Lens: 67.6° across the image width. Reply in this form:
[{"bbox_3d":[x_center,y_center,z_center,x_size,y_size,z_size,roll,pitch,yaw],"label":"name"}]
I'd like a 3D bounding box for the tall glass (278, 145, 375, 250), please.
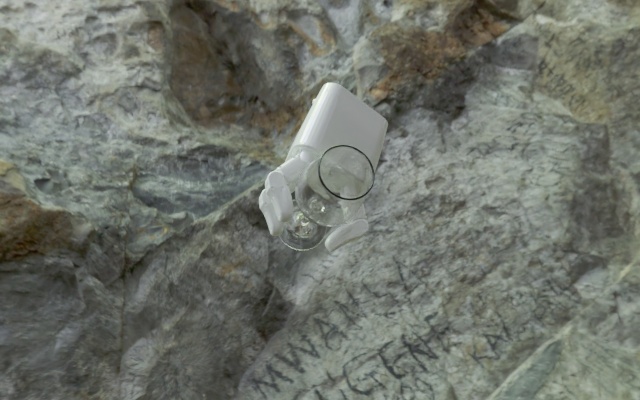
[{"bbox_3d":[0.000,0.002,0.580,0.079,0.079,0.201,0,-18,-17],"label":"tall glass"}]
